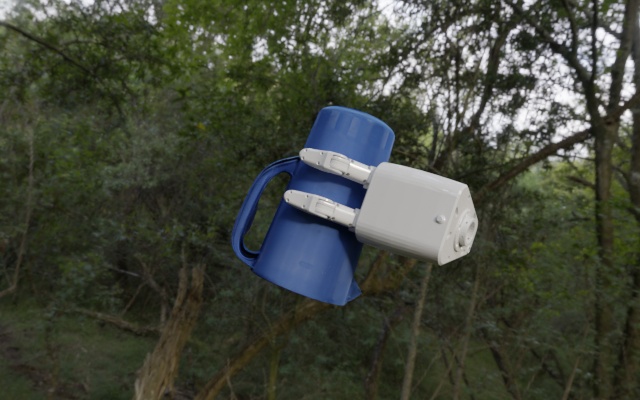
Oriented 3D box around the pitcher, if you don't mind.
[{"bbox_3d":[0.000,0.002,0.628,0.145,0.243,0.149,17,-5,35],"label":"pitcher"}]
